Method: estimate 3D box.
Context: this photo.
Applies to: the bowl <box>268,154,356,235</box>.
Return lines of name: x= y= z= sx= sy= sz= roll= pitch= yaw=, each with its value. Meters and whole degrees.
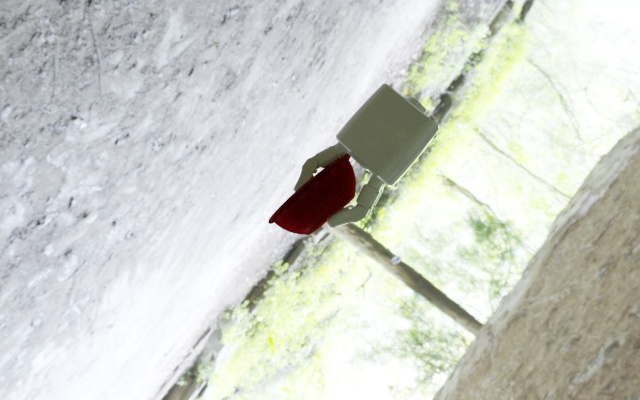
bowl: x=-0.001 y=0.003 z=0.716 sx=0.162 sy=0.055 sz=0.162 roll=-39 pitch=-4 yaw=-4
